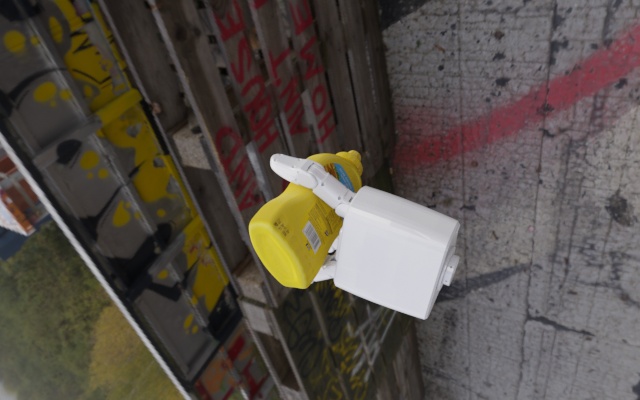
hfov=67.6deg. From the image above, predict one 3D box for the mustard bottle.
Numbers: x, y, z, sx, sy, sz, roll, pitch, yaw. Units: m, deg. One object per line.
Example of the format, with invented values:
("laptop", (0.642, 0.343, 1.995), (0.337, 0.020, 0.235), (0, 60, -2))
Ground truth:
("mustard bottle", (0.000, 0.002, 0.550), (0.058, 0.096, 0.191), (-2, 37, 38))
